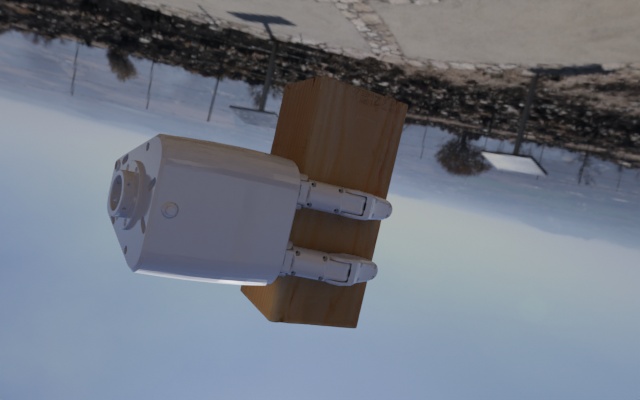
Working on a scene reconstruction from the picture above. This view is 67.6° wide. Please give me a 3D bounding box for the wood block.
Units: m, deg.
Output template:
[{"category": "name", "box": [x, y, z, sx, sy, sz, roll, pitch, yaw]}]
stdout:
[{"category": "wood block", "box": [0.000, 0.001, 0.446, 0.090, 0.206, 0.091, 12, 3, -27]}]
